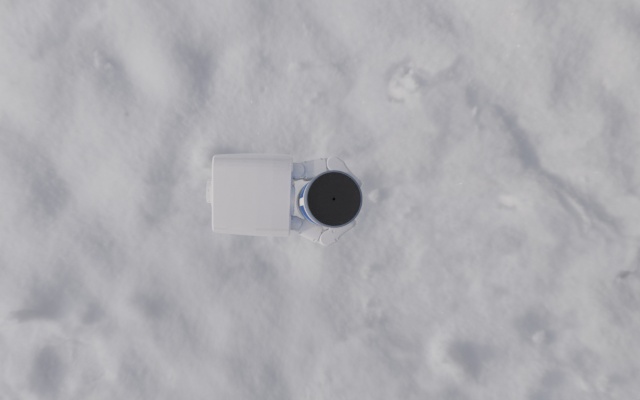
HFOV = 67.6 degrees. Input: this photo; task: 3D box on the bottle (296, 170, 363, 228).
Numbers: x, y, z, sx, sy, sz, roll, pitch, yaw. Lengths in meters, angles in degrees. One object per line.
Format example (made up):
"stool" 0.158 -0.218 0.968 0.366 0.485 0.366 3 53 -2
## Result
"bottle" 0.000 0.002 0.690 0.069 0.069 0.296 0 -2 -6
